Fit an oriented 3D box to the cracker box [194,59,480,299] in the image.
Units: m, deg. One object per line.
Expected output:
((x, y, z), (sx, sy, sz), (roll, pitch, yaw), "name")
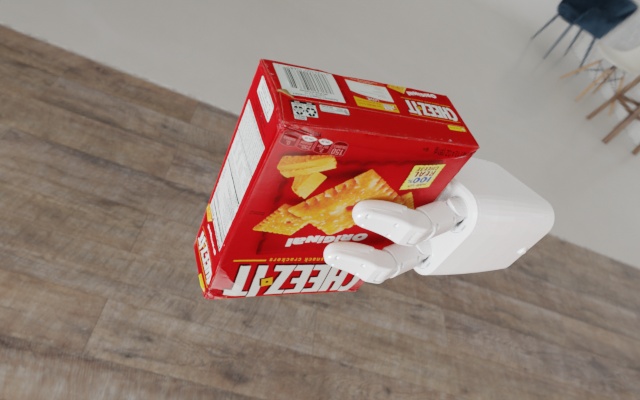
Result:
((0.000, 0.001, 0.403), (0.164, 0.072, 0.214), (3, -42, -28), "cracker box")
